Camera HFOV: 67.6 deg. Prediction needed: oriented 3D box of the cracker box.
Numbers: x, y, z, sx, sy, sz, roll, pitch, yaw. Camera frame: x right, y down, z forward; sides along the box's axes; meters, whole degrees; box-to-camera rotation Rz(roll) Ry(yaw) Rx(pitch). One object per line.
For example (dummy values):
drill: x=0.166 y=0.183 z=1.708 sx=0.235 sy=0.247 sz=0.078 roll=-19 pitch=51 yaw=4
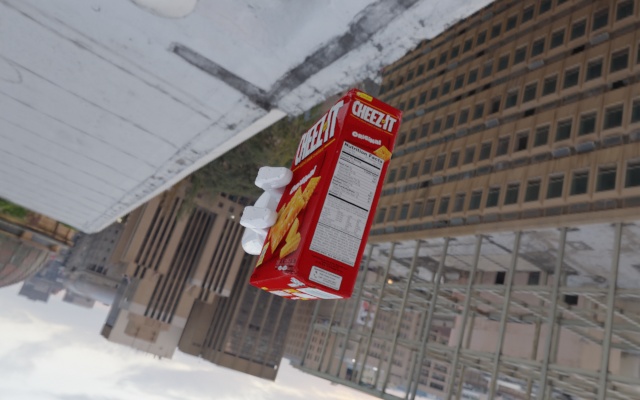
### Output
cracker box: x=0.000 y=0.002 z=0.547 sx=0.072 sy=0.213 sz=0.164 roll=23 pitch=-19 yaw=-17
